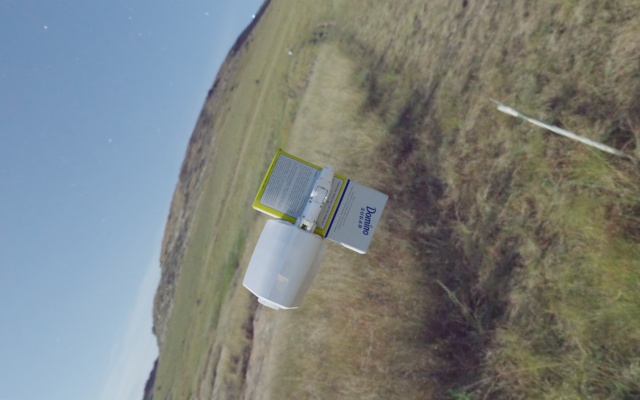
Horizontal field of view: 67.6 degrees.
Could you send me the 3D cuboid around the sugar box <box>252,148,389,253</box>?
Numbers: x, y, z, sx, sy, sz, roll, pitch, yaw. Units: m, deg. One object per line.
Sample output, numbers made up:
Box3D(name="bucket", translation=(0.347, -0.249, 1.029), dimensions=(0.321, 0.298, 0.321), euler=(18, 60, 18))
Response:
Box3D(name="sugar box", translation=(0.000, 0.002, 0.697), dimensions=(0.176, 0.093, 0.048), euler=(24, -7, -5))
